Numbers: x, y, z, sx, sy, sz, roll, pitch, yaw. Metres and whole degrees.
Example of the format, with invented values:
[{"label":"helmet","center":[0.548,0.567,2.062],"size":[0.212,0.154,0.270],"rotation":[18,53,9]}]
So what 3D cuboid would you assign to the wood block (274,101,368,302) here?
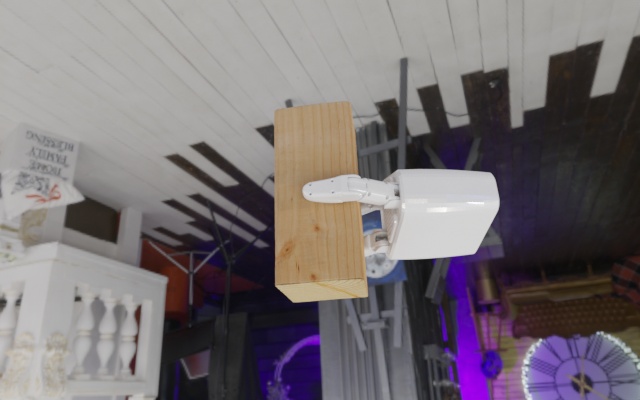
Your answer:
[{"label":"wood block","center":[0.000,0.002,0.544],"size":[0.090,0.206,0.091],"rotation":[-6,-23,6]}]
